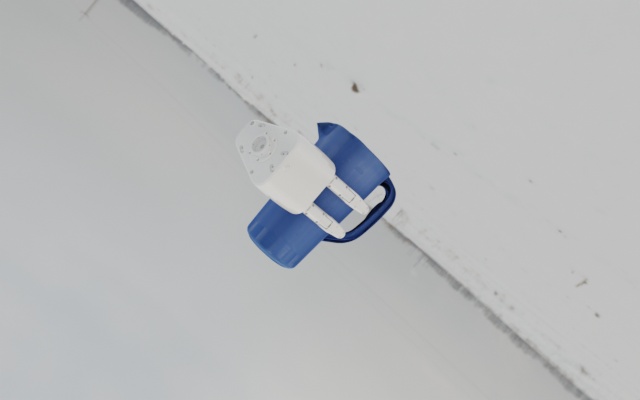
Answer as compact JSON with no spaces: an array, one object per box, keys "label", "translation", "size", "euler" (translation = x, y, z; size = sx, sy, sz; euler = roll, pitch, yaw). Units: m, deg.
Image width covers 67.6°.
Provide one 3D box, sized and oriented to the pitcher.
[{"label":"pitcher","translation":[0.000,0.003,0.810],"size":[0.149,0.243,0.145],"euler":[44,3,36]}]
